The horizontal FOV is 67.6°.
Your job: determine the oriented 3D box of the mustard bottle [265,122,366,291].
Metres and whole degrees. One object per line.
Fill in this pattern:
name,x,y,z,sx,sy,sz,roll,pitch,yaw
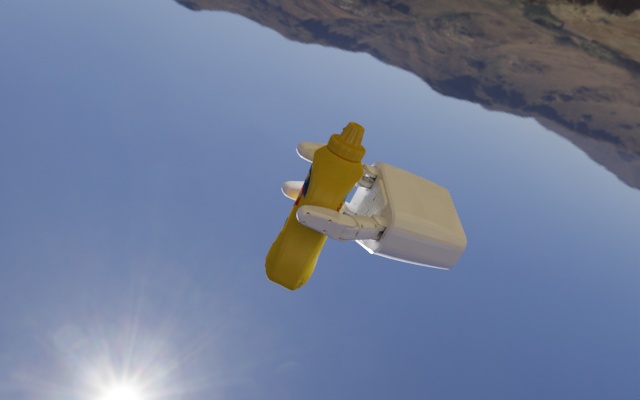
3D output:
mustard bottle,0.000,0.002,0.531,0.058,0.192,0.096,27,23,0
